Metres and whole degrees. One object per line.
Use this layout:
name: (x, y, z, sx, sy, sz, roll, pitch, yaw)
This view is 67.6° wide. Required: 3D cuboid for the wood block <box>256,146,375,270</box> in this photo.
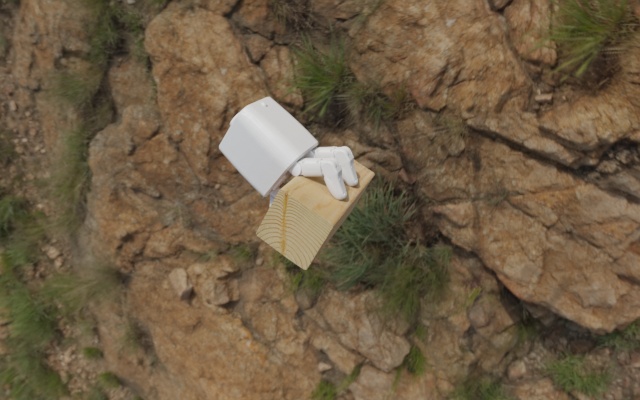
wood block: (0.000, 0.002, 0.733, 0.090, 0.091, 0.206, 35, 31, 6)
